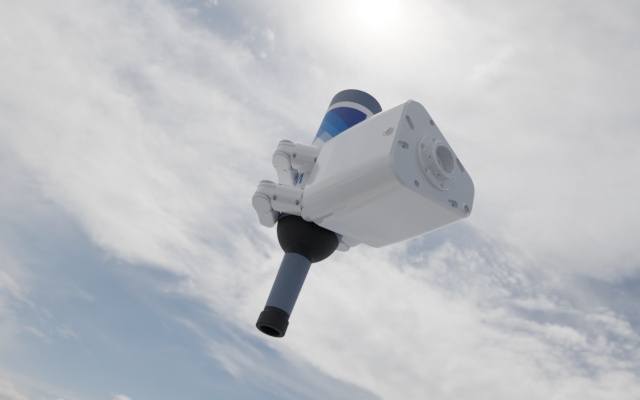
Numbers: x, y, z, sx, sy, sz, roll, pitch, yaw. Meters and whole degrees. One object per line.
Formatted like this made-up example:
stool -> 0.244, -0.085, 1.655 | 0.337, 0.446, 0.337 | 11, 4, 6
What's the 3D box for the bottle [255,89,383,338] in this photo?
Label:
bottle -> 0.000, 0.001, 0.499 | 0.069, 0.295, 0.069 | 14, -36, 10
